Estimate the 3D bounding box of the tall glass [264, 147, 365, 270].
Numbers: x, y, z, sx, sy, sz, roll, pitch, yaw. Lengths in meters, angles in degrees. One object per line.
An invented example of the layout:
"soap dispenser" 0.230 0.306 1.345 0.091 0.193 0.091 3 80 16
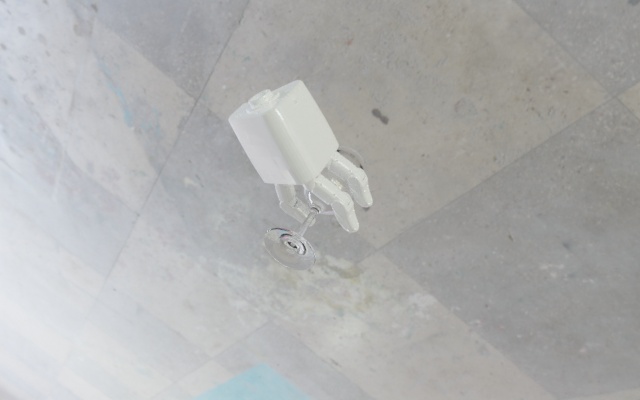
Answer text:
"tall glass" 0.000 0.003 0.682 0.079 0.079 0.201 0 38 31
